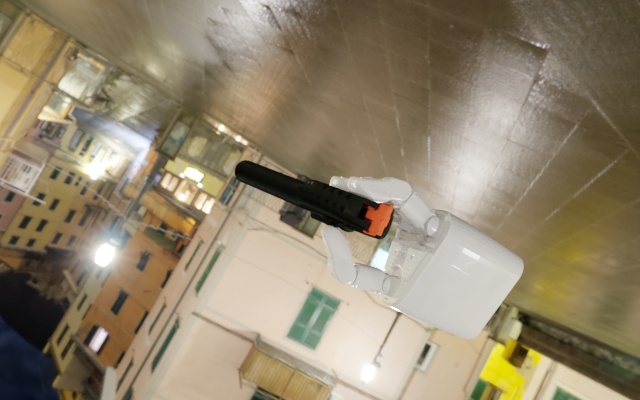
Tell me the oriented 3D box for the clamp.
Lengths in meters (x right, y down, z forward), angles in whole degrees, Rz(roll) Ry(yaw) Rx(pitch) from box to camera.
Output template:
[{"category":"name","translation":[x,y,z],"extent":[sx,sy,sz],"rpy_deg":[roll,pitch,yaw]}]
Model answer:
[{"category":"clamp","translation":[0.000,0.002,0.474],"extent":[0.164,0.036,0.210],"rpy_deg":[25,-4,-17]}]
